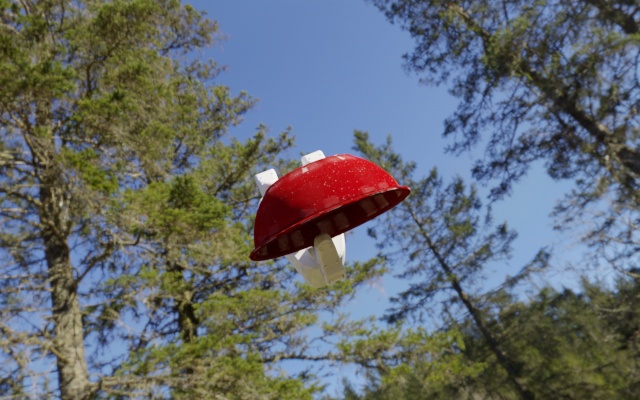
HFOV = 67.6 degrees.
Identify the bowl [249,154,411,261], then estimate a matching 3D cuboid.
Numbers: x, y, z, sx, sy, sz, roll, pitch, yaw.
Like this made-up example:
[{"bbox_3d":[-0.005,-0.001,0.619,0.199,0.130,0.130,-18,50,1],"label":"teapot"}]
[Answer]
[{"bbox_3d":[0.000,0.001,0.450,0.162,0.055,0.162,-22,-11,-5],"label":"bowl"}]
